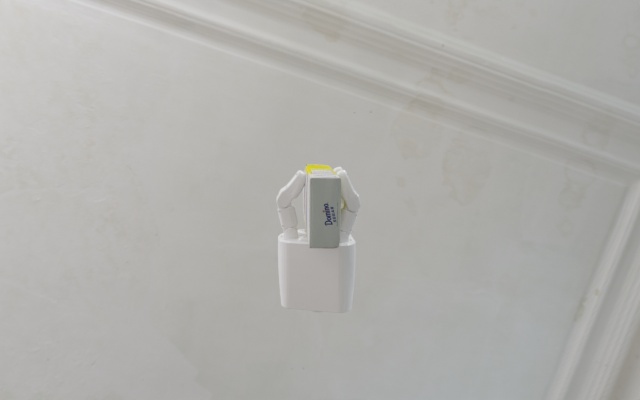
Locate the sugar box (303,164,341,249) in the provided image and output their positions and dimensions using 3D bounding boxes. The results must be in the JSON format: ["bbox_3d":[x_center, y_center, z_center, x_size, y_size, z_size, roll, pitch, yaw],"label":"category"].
[{"bbox_3d":[0.001,0.002,0.679,0.048,0.093,0.176,0,10,-6],"label":"sugar box"}]
